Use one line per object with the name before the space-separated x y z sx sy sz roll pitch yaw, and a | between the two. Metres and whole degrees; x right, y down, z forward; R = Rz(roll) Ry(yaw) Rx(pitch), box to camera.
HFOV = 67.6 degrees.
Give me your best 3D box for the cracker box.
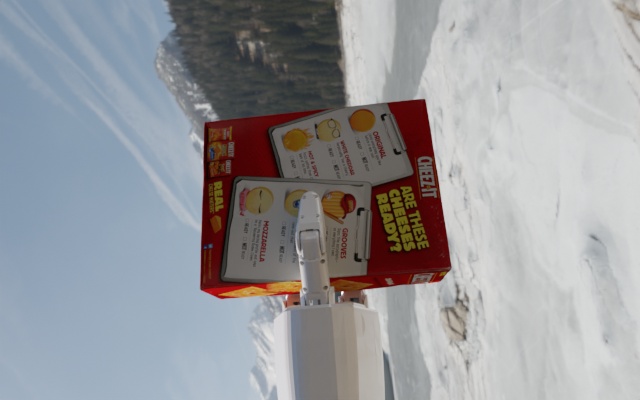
cracker box | 0.000 0.001 0.452 0.214 0.164 0.072 -5 -20 4
